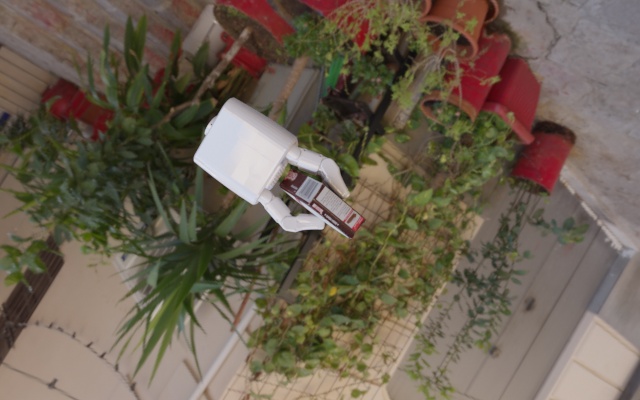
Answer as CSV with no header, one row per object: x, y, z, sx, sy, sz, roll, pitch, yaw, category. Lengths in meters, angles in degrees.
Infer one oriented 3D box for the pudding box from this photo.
0.000,0.002,0.678,0.090,0.039,0.113,38,-2,-29,pudding box
